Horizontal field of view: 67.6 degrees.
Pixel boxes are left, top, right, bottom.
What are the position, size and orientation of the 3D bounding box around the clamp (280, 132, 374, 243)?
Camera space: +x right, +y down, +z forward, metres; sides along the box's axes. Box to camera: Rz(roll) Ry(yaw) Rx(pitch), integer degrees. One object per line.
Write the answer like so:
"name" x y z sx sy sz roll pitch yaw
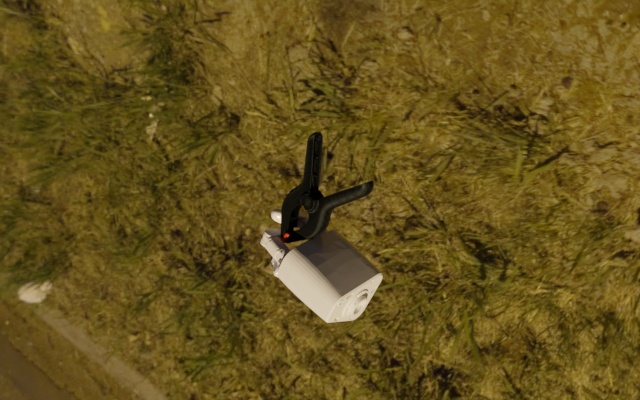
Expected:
"clamp" 0.000 0.002 0.686 0.120 0.171 0.039 39 28 29
